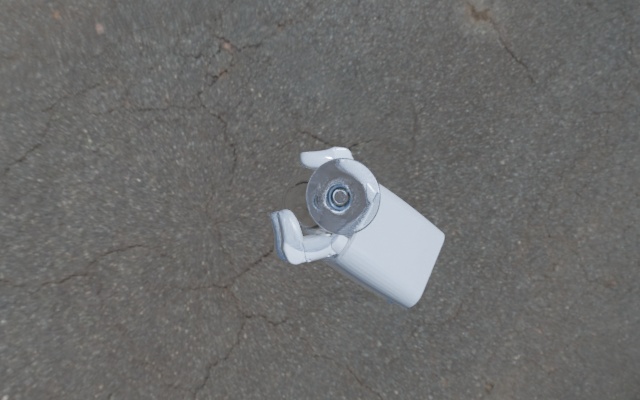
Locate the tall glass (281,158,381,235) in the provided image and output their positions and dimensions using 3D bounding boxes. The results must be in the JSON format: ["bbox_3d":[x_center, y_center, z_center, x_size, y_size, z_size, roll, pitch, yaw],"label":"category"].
[{"bbox_3d":[0.000,0.002,0.550,0.079,0.079,0.201,0,-3,-13],"label":"tall glass"}]
